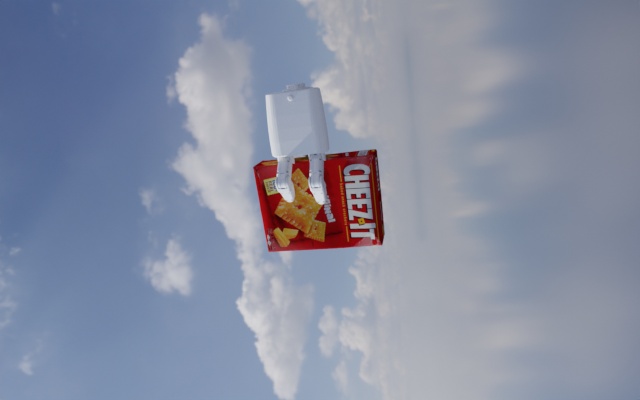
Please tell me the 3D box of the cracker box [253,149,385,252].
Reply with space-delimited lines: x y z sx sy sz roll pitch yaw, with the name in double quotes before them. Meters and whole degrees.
"cracker box" 0.000 0.003 0.853 0.214 0.164 0.072 -4 15 12
